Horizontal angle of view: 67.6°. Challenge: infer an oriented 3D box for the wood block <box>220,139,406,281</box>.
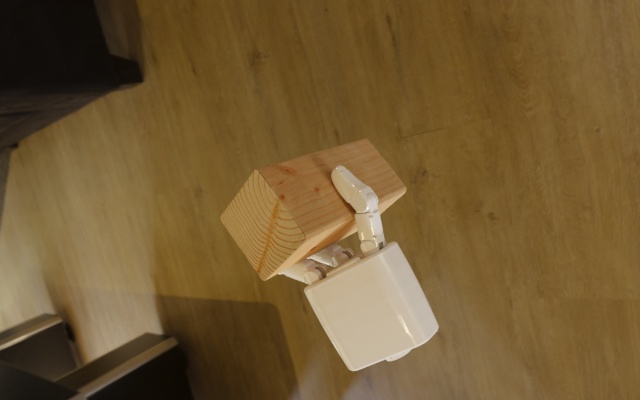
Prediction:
[{"bbox_3d":[0.000,0.002,0.565,0.206,0.090,0.091,-22,-18,-50],"label":"wood block"}]
